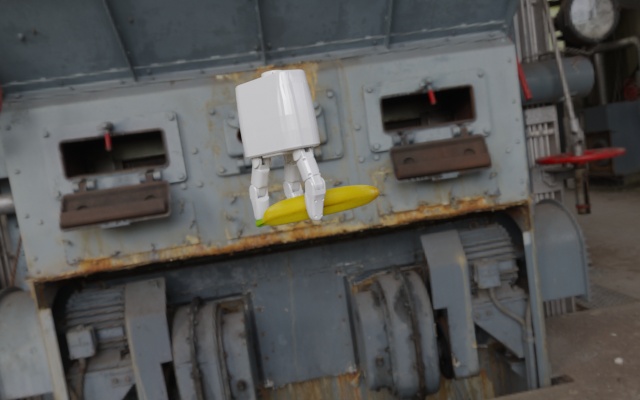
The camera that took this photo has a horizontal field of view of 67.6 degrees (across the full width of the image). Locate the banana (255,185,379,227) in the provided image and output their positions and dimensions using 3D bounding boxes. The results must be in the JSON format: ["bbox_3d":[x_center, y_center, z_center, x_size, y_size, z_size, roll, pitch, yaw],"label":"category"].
[{"bbox_3d":[0.000,0.004,0.706,0.198,0.037,0.069,-13,4,-9],"label":"banana"}]
